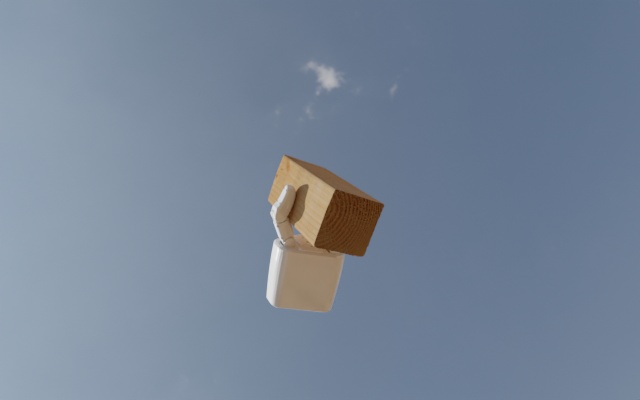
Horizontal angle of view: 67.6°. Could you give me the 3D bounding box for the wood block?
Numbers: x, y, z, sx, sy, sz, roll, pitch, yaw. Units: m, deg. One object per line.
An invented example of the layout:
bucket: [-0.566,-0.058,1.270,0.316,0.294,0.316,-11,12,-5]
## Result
wood block: [0.000,0.003,0.769,0.091,0.090,0.206,15,11,-30]
